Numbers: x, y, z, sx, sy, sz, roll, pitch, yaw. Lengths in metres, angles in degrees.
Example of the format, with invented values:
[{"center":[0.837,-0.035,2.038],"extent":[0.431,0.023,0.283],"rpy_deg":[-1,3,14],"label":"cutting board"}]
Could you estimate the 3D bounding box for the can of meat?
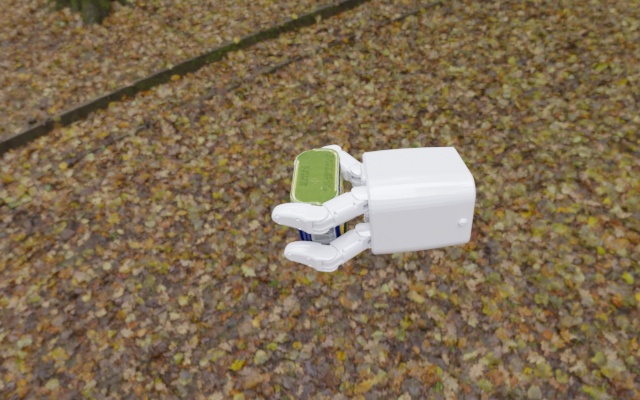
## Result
[{"center":[0.000,0.001,0.547],"extent":[0.057,0.084,0.102],"rpy_deg":[-3,43,6],"label":"can of meat"}]
